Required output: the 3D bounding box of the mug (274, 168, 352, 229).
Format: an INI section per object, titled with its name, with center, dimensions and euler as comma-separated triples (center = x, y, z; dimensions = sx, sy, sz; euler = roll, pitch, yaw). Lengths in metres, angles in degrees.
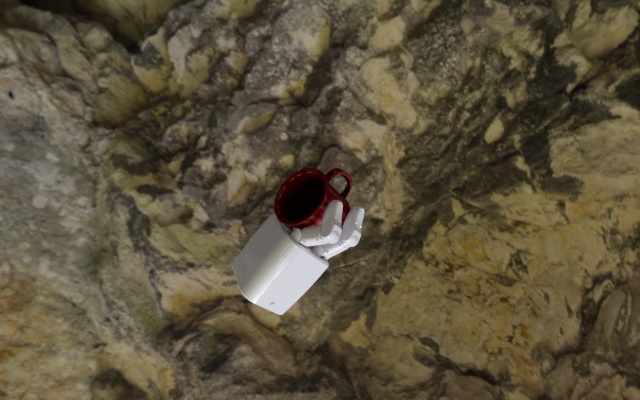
[mug]
center = 0.001, 0.001, 0.709
dimensions = 0.081, 0.117, 0.093
euler = 40, 3, -45
